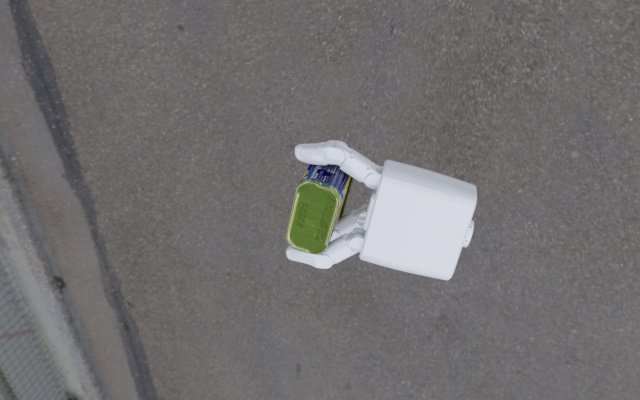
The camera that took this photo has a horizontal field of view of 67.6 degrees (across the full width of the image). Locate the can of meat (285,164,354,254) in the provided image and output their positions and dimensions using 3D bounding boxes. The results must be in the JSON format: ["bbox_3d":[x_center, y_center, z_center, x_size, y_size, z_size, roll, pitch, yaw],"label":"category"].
[{"bbox_3d":[0.000,0.002,0.567,0.057,0.102,0.084,17,33,5],"label":"can of meat"}]
